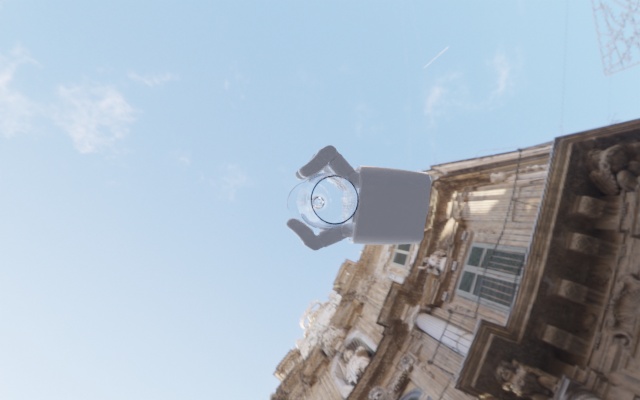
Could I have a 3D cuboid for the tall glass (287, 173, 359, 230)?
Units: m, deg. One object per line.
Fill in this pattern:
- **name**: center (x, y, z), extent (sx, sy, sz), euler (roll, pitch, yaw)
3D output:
- **tall glass**: center (0.000, 0.002, 0.691), extent (0.079, 0.079, 0.201), euler (0, -2, -10)
